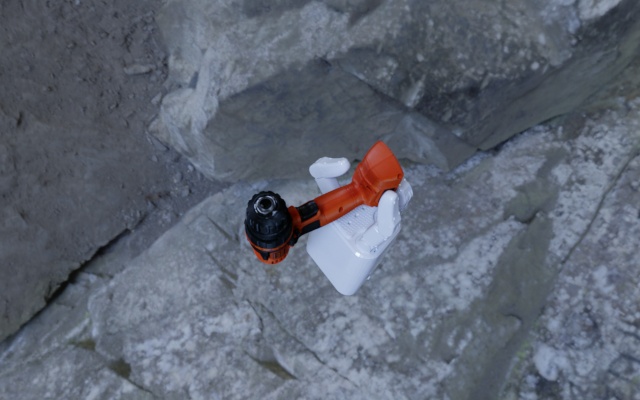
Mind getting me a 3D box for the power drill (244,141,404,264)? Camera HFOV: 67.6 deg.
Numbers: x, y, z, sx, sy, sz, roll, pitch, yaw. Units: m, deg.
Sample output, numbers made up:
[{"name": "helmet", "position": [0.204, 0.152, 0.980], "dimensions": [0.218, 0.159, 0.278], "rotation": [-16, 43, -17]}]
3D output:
[{"name": "power drill", "position": [0.000, 0.002, 0.549], "dimensions": [0.187, 0.057, 0.184], "rotation": [-26, -13, -13]}]
